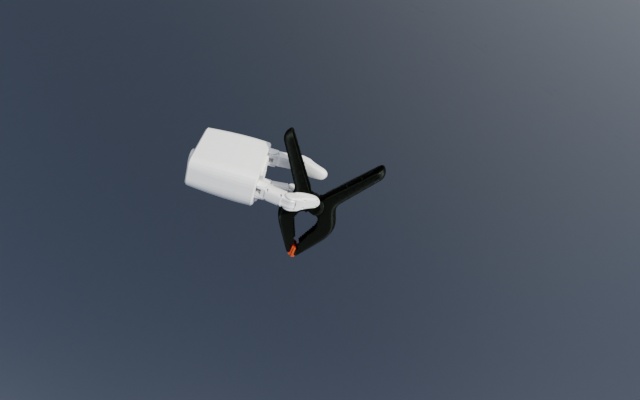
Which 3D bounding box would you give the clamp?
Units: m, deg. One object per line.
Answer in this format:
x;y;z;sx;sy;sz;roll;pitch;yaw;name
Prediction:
0.000;0.003;0.760;0.164;0.210;0.036;16;25;-3;clamp
